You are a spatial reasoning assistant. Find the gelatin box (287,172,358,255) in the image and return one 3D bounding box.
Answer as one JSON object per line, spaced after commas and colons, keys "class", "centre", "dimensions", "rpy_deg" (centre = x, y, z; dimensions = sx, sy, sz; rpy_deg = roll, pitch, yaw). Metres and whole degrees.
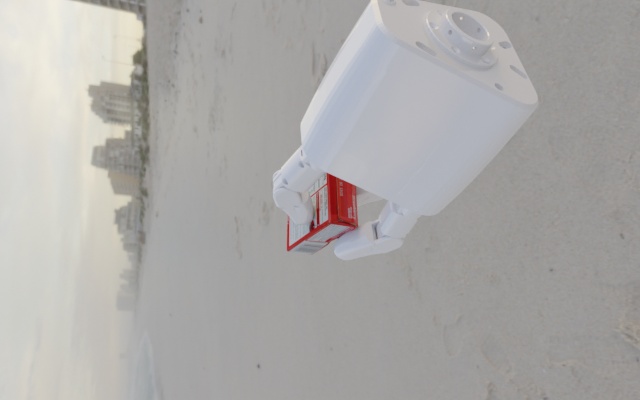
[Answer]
{"class": "gelatin box", "centre": [-0.001, 0.001, 0.429], "dimensions": [0.030, 0.073, 0.089], "rpy_deg": [11, -26, -25]}
